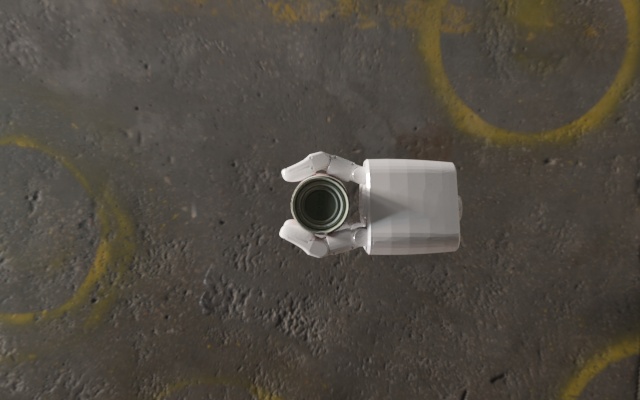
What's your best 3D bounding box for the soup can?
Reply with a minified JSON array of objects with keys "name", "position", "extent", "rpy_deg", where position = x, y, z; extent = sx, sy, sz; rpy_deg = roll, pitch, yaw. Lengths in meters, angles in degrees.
[{"name":"soup can","position":[0.000,0.002,0.579],"extent":[0.068,0.068,0.102],"rpy_deg":[0,5,0]}]
